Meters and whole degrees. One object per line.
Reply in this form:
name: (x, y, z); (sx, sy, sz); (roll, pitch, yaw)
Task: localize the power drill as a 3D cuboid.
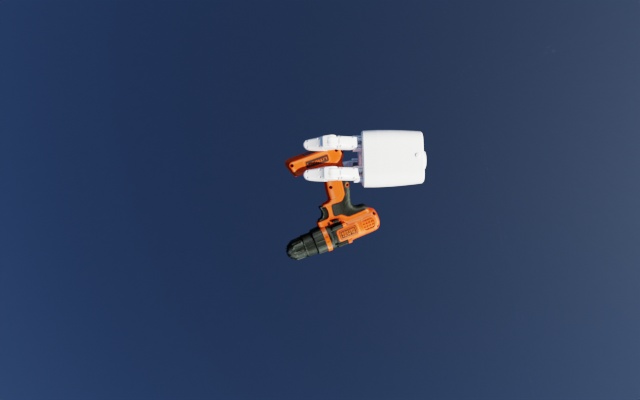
power drill: (0.000, 0.002, 0.878); (0.184, 0.188, 0.057); (-22, 16, -8)
